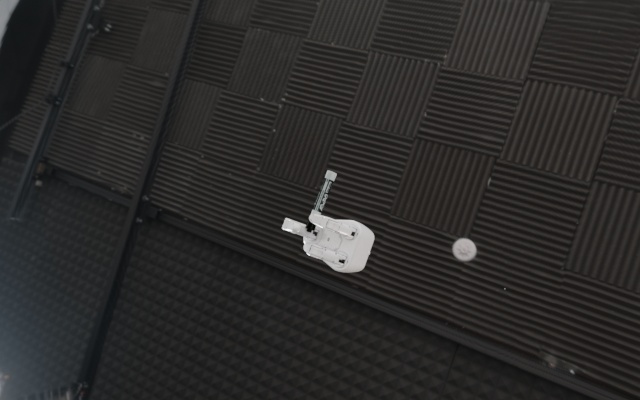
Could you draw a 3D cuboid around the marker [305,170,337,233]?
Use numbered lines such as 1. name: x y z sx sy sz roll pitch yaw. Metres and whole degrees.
1. marker: 0.000 0.003 0.894 0.020 0.121 0.020 21 -2 1
